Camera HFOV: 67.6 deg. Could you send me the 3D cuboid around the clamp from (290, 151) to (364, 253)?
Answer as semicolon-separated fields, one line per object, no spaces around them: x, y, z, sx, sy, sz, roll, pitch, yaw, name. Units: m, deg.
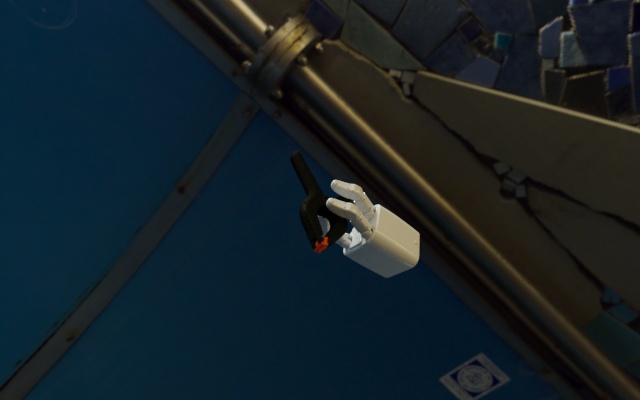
0.000;0.004;0.870;0.164;0.209;0.036;30;-50;-13;clamp
